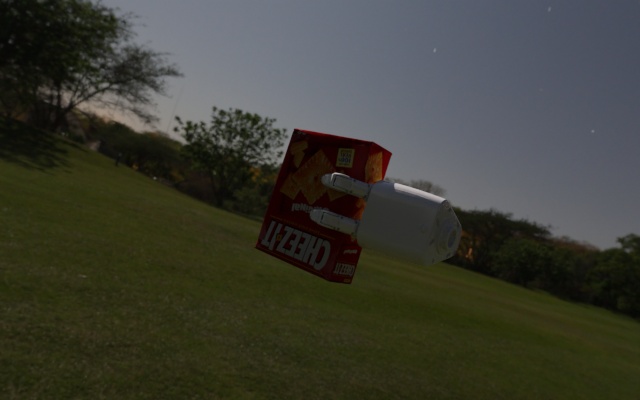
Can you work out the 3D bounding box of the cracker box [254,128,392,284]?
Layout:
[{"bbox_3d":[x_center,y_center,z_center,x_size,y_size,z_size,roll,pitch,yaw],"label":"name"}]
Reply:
[{"bbox_3d":[0.000,0.002,0.755,0.164,0.213,0.072,17,-2,38],"label":"cracker box"}]
